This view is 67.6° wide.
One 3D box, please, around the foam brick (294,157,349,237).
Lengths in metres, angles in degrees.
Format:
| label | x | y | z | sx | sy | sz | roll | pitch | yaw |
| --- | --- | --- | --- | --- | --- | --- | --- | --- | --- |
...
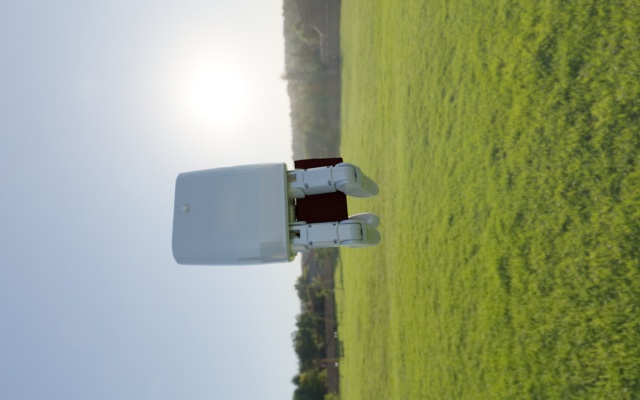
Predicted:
| label | x | y | z | sx | sy | sz | roll | pitch | yaw |
| --- | --- | --- | --- | --- | --- | --- | --- | --- | --- |
| foam brick | 0.000 | 0.001 | 0.489 | 0.051 | 0.078 | 0.053 | -3 | -23 | -1 |
